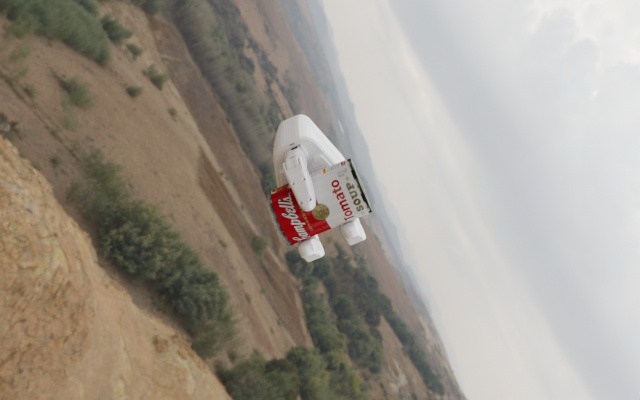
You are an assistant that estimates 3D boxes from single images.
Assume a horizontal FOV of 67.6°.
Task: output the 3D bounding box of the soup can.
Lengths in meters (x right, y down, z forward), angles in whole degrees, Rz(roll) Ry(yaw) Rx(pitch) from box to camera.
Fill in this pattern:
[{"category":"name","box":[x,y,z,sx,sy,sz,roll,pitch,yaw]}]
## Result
[{"category":"soup can","box":[0.000,0.002,0.544,0.102,0.068,0.068,-22,-3,7]}]
